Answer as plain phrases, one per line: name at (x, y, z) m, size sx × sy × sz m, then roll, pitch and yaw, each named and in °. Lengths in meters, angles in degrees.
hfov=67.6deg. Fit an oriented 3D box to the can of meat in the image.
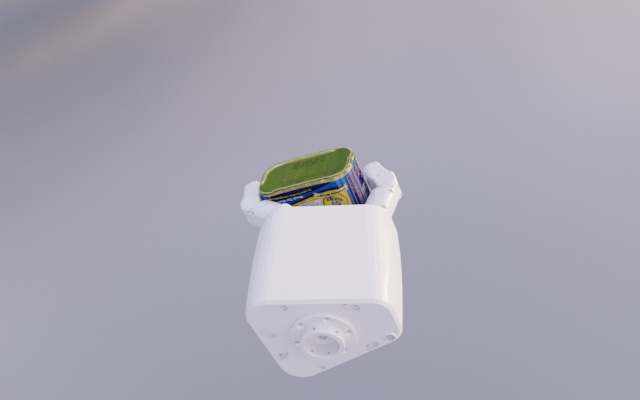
can of meat at (0.000, 0.001, 0.474) m, size 0.102 × 0.084 × 0.057 m, roll -14°, pitch 35°, yaw 20°
